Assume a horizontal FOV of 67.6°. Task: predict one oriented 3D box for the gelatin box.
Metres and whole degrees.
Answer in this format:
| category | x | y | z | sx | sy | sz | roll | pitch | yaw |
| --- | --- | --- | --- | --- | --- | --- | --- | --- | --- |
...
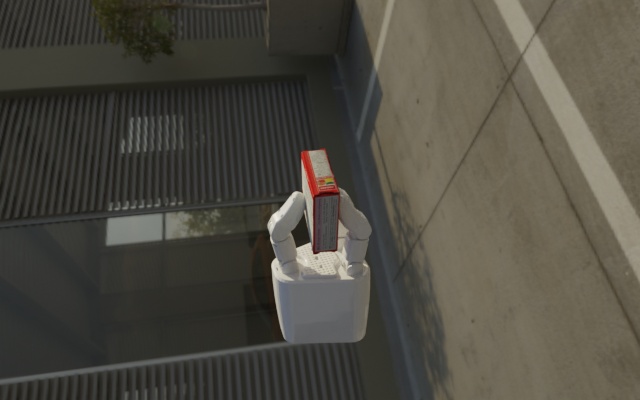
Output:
| category | x | y | z | sx | sy | sz | roll | pitch | yaw |
| --- | --- | --- | --- | --- | --- | --- | --- | --- | --- |
| gelatin box | 0.000 | 0.001 | 0.512 | 0.030 | 0.089 | 0.073 | -7 | 43 | -7 |
